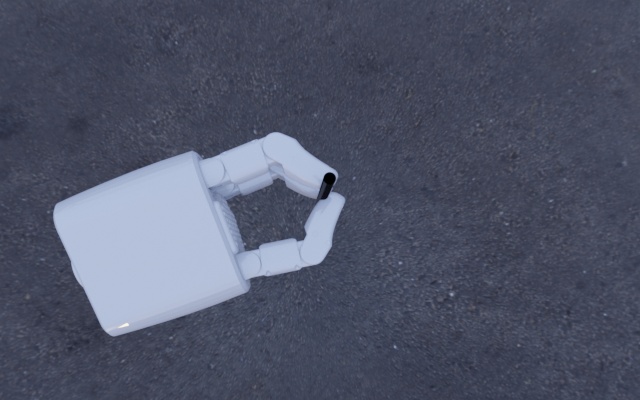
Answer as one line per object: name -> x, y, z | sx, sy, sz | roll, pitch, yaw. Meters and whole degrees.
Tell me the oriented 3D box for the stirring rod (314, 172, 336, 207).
stirring rod -> 0.000, 0.001, 0.416 | 0.011, 0.011, 0.239 | 0, -7, -3
